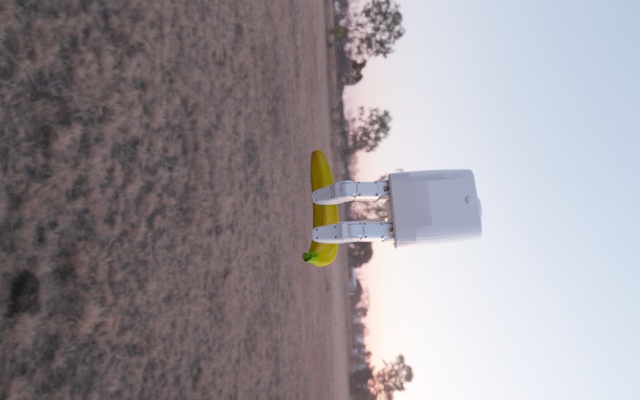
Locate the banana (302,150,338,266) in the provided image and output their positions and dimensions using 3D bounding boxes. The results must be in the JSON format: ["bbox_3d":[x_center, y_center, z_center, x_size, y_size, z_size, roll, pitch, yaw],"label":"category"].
[{"bbox_3d":[0.004,0.017,0.656,0.037,0.197,0.070,-7,-43,9],"label":"banana"}]
